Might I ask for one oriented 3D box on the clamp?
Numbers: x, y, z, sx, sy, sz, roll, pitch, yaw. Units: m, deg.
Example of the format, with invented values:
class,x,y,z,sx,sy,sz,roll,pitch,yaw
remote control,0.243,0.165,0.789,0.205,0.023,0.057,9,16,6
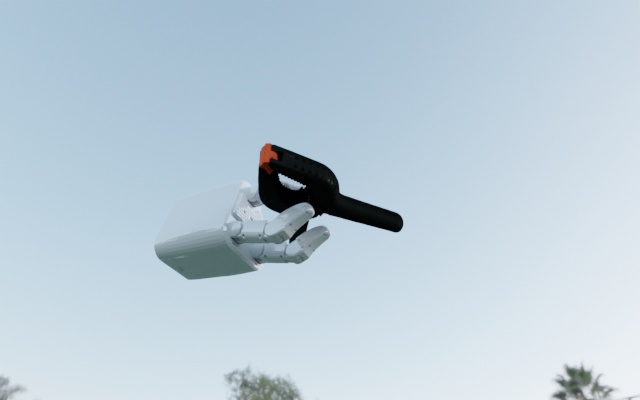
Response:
class,x,y,z,sx,sy,sz,roll,pitch,yaw
clamp,0.000,0.001,0.571,0.164,0.036,0.210,-13,-37,18
